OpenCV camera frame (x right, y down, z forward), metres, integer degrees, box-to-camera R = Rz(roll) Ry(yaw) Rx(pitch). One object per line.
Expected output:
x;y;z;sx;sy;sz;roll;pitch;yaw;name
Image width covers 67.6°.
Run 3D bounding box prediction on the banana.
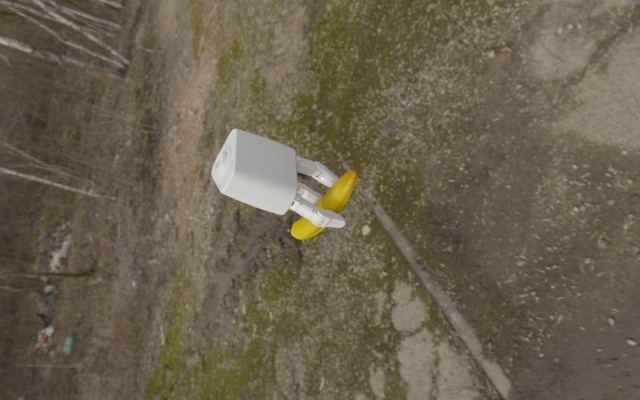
-0.003;0.020;0.810;0.037;0.069;0.198;23;-38;-23;banana
